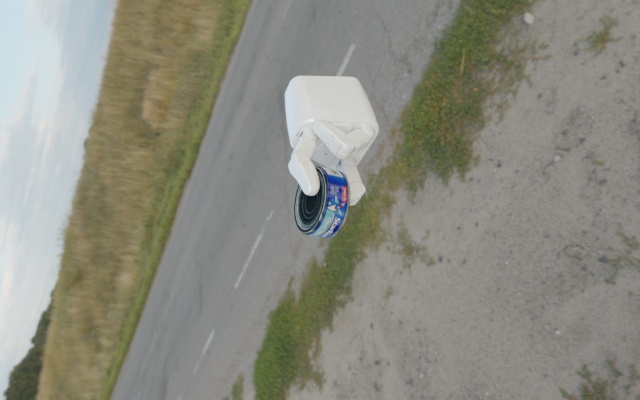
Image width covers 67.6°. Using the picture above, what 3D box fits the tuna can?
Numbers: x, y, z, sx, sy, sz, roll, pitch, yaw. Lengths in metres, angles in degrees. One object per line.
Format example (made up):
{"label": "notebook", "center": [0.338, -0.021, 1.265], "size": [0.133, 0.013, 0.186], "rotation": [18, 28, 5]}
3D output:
{"label": "tuna can", "center": [0.000, 0.002, 0.585], "size": [0.034, 0.086, 0.086], "rotation": [10, -5, -28]}
